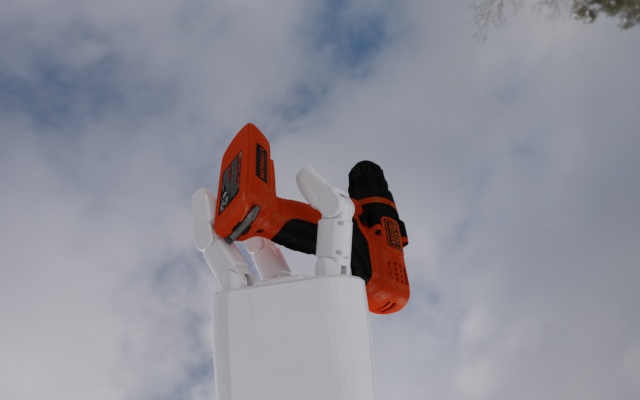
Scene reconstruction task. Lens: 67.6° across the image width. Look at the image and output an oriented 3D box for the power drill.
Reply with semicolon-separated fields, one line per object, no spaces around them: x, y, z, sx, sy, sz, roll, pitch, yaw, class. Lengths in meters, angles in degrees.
0.000;0.002;0.448;0.188;0.184;0.057;23;-51;-26;power drill
